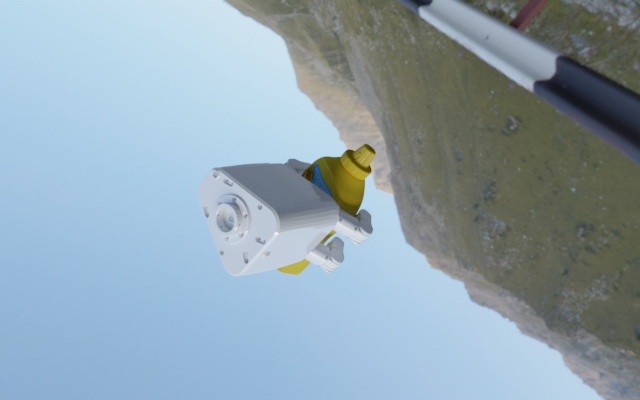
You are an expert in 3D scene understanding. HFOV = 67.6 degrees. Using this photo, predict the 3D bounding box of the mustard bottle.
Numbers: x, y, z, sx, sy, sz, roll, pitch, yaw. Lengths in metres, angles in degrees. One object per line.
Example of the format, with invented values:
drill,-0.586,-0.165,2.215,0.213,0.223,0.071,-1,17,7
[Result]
mustard bottle,0.000,0.002,0.602,0.058,0.096,0.192,18,-55,-39
